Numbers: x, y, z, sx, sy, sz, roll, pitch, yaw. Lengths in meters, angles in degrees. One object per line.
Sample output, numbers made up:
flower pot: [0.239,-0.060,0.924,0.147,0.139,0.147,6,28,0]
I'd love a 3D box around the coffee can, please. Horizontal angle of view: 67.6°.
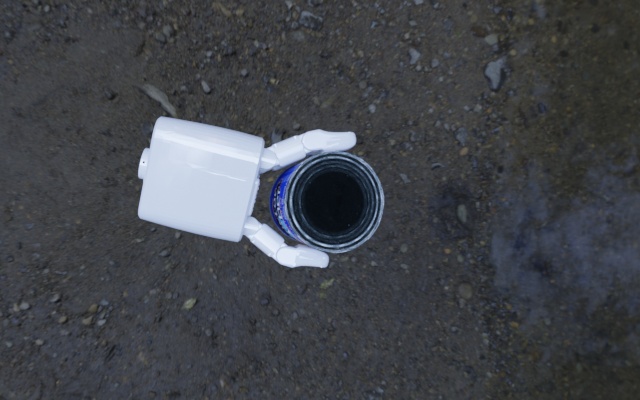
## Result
coffee can: [0.000,0.002,0.540,0.103,0.103,0.140,0,0,-12]
